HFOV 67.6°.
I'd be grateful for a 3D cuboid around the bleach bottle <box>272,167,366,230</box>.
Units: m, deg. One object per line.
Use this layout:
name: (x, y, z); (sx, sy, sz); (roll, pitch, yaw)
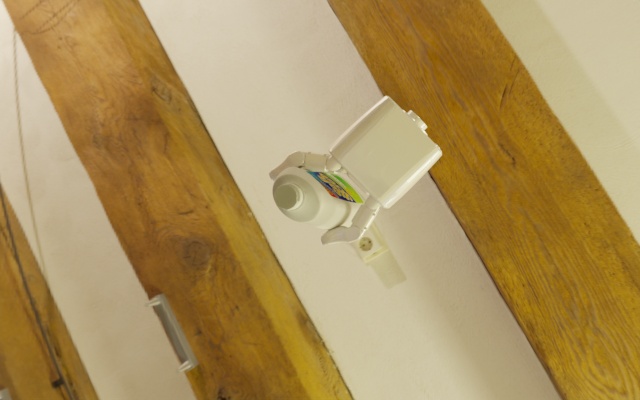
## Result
bleach bottle: (0.000, 0.002, 0.660); (0.068, 0.102, 0.251); (-46, -11, 11)
